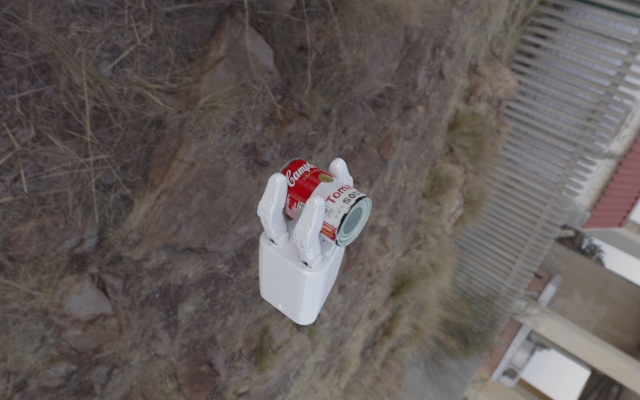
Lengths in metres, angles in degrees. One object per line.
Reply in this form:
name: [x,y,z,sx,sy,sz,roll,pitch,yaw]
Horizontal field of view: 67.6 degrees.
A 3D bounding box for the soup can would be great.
soup can: [0.000,0.002,0.562,0.102,0.068,0.068,31,14,25]
